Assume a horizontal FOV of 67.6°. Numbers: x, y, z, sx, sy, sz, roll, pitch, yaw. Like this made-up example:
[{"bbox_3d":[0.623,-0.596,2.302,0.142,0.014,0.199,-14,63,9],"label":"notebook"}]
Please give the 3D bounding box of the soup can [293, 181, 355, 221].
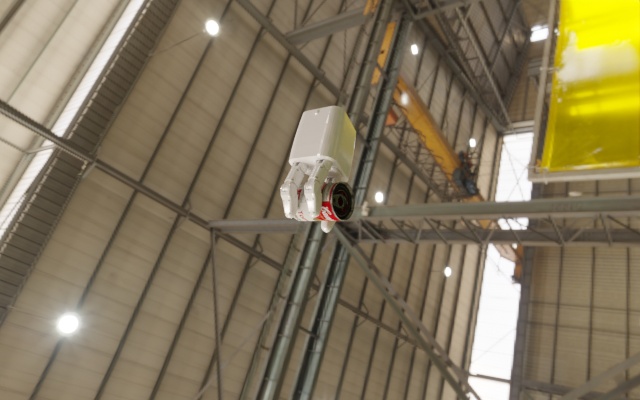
[{"bbox_3d":[0.000,0.003,0.851,0.102,0.068,0.068,-3,-2,38],"label":"soup can"}]
